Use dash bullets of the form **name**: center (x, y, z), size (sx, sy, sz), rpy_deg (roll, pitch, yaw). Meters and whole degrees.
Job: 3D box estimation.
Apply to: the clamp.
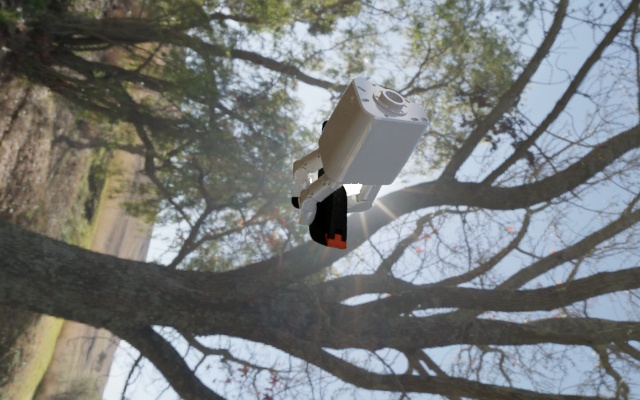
- **clamp**: center (0.001, 0.003, 0.703), size (0.036, 0.165, 0.209), rpy_deg (11, 41, -20)
